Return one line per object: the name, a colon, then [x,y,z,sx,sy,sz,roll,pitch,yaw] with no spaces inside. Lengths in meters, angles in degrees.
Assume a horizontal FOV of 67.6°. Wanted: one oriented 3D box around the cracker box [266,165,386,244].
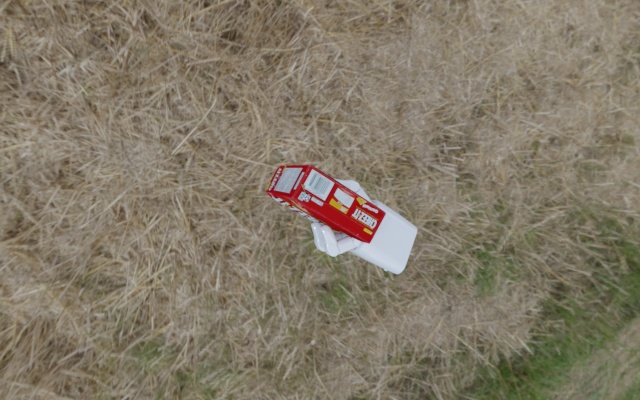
cracker box: [0.000,0.003,0.890,0.164,0.072,0.213,31,-7,-18]
